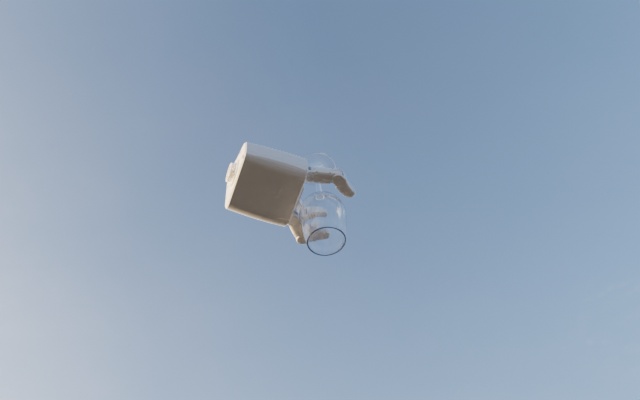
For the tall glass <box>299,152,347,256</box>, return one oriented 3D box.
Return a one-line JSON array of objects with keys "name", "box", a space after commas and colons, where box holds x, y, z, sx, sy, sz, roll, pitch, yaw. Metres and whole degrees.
[{"name": "tall glass", "box": [0.000, 0.002, 0.817, 0.079, 0.079, 0.200, 0, 38, -7]}]
